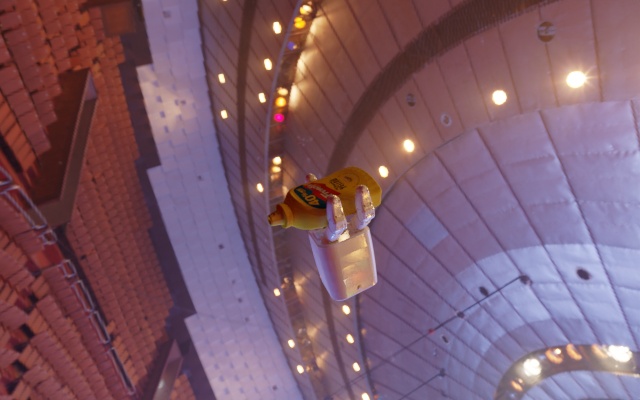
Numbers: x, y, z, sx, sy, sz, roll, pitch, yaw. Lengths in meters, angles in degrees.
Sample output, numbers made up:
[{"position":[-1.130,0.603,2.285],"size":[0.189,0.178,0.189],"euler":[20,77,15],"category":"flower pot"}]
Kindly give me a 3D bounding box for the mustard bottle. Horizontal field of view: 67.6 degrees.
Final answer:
[{"position":[0.000,0.002,0.795],"size":[0.191,0.058,0.096],"euler":[-21,42,-26],"category":"mustard bottle"}]
